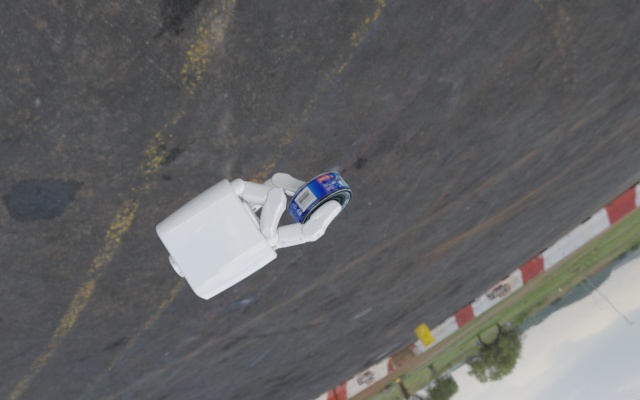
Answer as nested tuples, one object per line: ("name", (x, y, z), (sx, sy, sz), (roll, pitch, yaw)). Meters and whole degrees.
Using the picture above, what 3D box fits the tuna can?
("tuna can", (0.000, 0.002, 0.636), (0.086, 0.033, 0.086), (-32, -23, -15))
